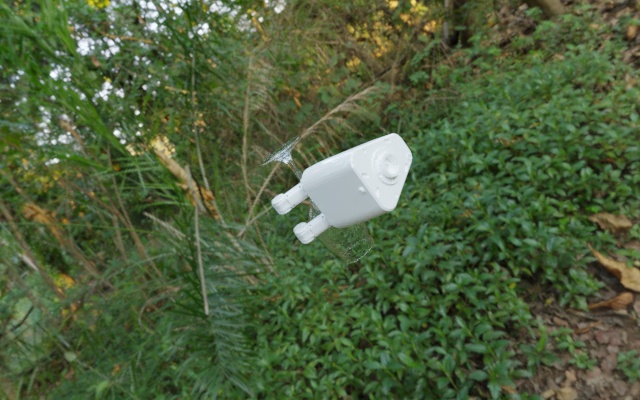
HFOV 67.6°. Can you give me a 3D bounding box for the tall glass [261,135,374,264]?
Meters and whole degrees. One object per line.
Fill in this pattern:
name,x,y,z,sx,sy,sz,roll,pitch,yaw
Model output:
tall glass,0.000,0.002,0.726,0.079,0.201,0.079,-35,13,9
